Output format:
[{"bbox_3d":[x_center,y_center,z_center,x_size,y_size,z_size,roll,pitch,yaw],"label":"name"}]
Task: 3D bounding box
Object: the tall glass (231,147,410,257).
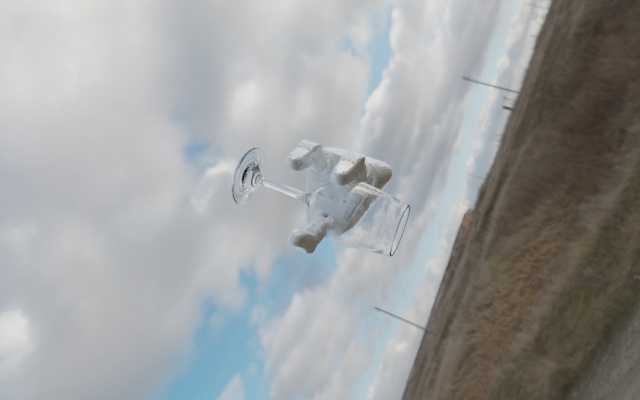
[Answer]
[{"bbox_3d":[-0.001,0.002,0.562,0.201,0.079,0.079,20,6,18],"label":"tall glass"}]
